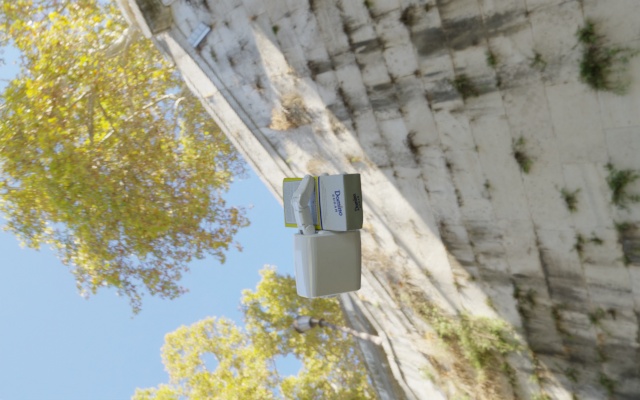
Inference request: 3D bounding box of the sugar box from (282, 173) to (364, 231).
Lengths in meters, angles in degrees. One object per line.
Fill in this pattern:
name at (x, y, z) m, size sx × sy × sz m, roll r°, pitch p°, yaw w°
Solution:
sugar box at (0.000, 0.003, 0.827) m, size 0.048 × 0.093 × 0.176 m, roll -6°, pitch 4°, yaw -40°
